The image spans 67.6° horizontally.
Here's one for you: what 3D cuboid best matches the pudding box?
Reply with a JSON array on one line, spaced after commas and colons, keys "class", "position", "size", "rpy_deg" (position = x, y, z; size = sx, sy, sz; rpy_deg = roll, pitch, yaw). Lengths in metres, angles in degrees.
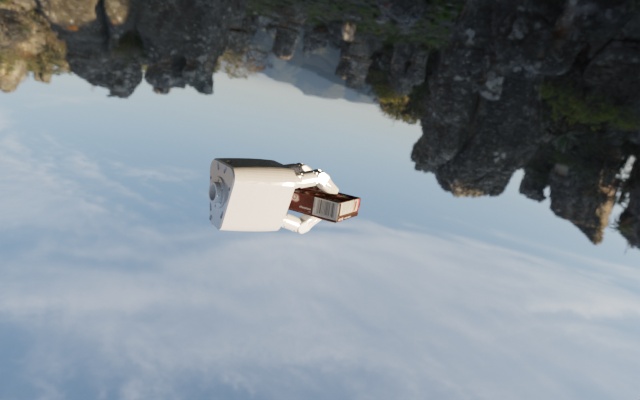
[{"class": "pudding box", "position": [0.000, 0.003, 0.823], "size": [0.113, 0.039, 0.090], "rpy_deg": [17, 14, 24]}]
